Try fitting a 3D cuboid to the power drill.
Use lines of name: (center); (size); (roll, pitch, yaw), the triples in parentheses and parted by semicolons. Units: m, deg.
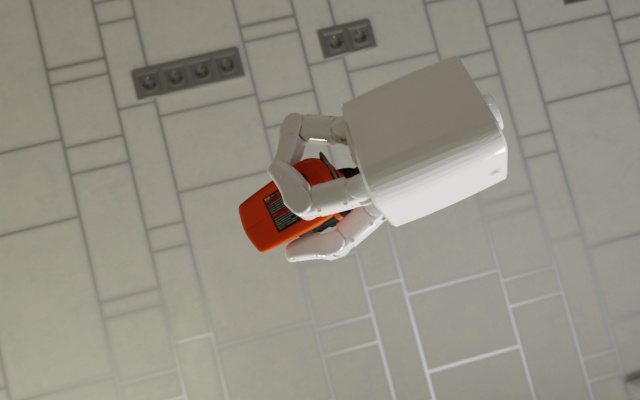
power drill: (0.000, 0.002, 0.510); (0.184, 0.057, 0.187); (-33, -8, 28)
